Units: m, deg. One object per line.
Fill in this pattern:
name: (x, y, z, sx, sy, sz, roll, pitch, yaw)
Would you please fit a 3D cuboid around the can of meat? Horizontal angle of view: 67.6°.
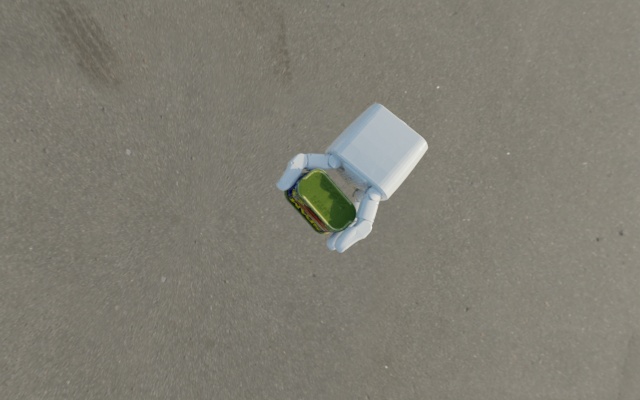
can of meat: (0.000, 0.002, 0.713, 0.057, 0.102, 0.084, -44, 8, -13)
